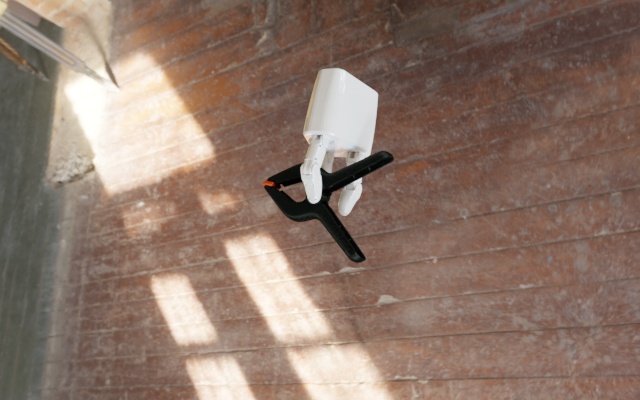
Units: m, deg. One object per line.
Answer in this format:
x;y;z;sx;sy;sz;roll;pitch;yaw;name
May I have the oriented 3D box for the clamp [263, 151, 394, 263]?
-0.001;0.002;0.722;0.210;0.164;0.036;5;-13;30;clamp
